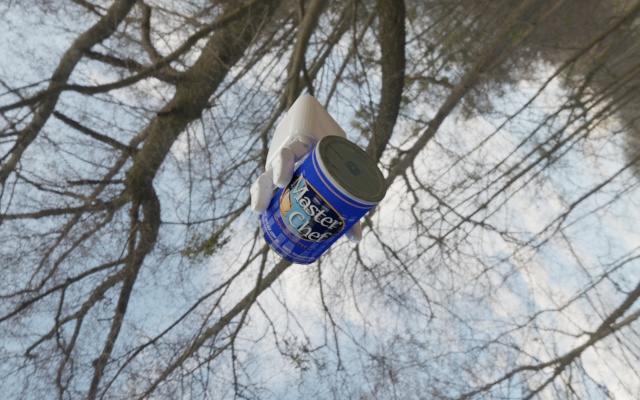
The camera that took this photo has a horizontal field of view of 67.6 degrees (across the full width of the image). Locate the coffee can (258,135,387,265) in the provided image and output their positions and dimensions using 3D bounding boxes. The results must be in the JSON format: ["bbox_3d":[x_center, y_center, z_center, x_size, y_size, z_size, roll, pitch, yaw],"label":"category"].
[{"bbox_3d":[0.000,0.002,0.604,0.103,0.102,0.140,0,-37,-45],"label":"coffee can"}]
